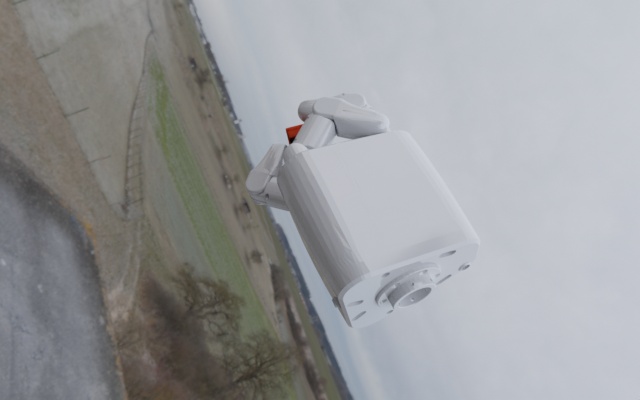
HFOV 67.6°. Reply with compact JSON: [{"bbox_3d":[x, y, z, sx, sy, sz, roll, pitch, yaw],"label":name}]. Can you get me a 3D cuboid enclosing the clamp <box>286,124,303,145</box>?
[{"bbox_3d":[0.001,0.001,0.462,0.039,0.120,0.172,-25,-32,-6],"label":"clamp"}]
